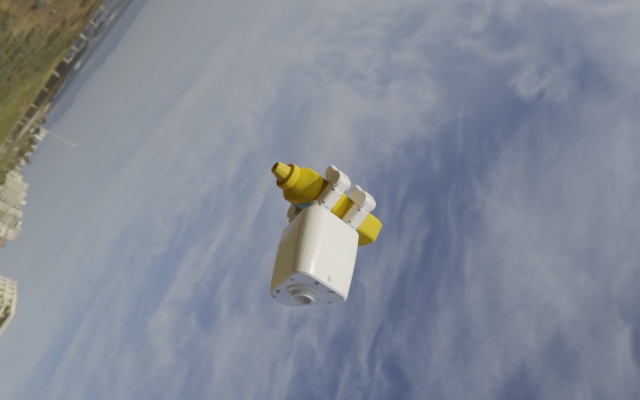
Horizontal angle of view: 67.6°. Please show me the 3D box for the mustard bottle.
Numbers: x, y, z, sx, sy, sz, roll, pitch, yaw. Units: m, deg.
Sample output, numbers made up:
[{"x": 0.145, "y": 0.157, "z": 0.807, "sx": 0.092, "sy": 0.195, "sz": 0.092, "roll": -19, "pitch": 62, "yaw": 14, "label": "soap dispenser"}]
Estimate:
[{"x": 0.000, "y": 0.002, "z": 0.736, "sx": 0.192, "sy": 0.058, "sz": 0.096, "roll": 37, "pitch": -18, "yaw": -29, "label": "mustard bottle"}]
